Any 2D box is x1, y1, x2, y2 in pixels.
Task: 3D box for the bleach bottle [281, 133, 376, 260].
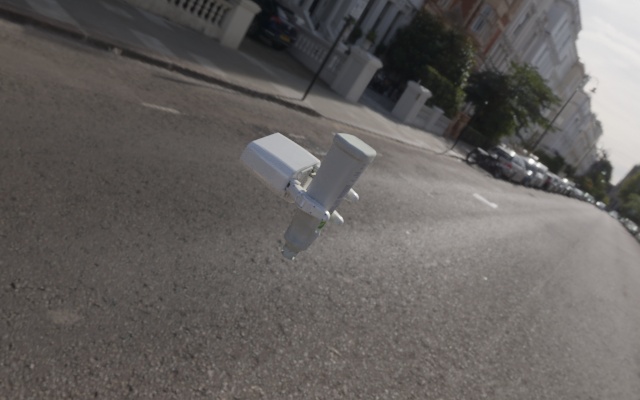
[{"bbox_3d":[0.000,0.003,0.850,0.068,0.251,0.102,37,18,15],"label":"bleach bottle"}]
